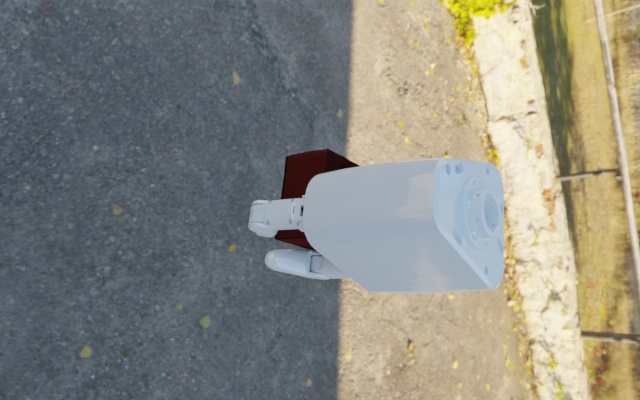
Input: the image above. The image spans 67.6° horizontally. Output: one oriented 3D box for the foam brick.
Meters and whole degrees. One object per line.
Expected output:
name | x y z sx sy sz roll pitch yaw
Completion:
foam brick | 0.000 0.001 0.418 0.051 0.078 0.053 -9 -21 42
